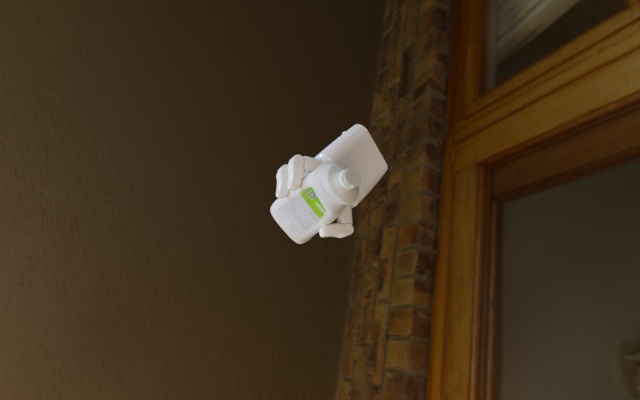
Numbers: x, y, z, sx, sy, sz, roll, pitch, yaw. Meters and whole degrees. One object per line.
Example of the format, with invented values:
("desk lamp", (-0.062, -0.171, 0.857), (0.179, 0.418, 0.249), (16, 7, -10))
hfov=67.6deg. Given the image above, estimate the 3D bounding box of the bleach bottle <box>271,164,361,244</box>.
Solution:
("bleach bottle", (0.000, 0.003, 0.808), (0.068, 0.102, 0.251), (-46, 8, -29))
